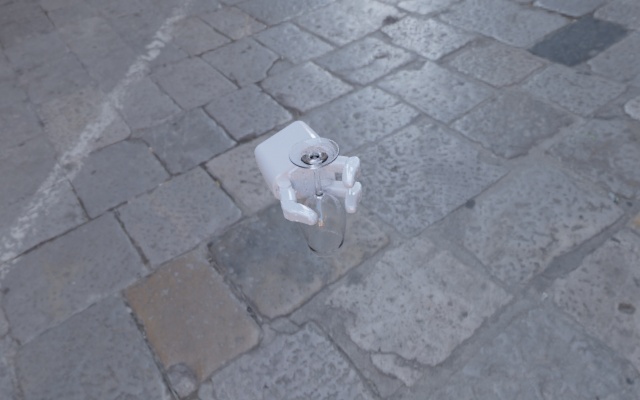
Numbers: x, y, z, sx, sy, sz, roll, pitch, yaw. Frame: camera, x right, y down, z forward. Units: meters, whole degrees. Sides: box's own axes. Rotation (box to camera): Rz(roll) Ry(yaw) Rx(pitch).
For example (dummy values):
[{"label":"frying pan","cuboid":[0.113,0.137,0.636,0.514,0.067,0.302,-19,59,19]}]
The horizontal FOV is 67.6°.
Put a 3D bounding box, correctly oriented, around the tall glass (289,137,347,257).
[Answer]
[{"label":"tall glass","cuboid":[0.000,0.002,0.761,0.079,0.201,0.079,-4,42,4]}]
